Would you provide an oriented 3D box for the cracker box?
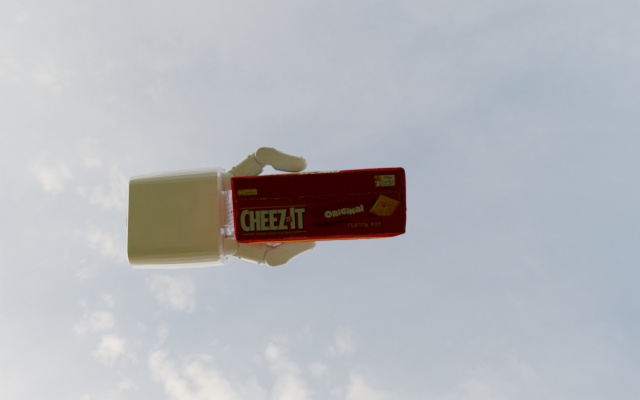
[{"bbox_3d":[0.000,0.002,0.546,0.164,0.072,0.213,-4,3,1],"label":"cracker box"}]
